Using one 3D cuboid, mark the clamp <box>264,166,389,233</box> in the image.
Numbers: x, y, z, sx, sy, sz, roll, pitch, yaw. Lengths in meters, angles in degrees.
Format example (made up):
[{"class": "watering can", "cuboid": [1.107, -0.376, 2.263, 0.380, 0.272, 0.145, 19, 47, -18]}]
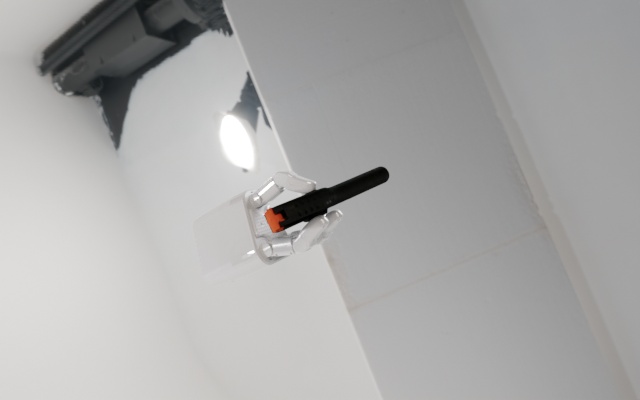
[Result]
[{"class": "clamp", "cuboid": [-0.001, 0.002, 0.644, 0.164, 0.036, 0.210, -29, -5, 23]}]
